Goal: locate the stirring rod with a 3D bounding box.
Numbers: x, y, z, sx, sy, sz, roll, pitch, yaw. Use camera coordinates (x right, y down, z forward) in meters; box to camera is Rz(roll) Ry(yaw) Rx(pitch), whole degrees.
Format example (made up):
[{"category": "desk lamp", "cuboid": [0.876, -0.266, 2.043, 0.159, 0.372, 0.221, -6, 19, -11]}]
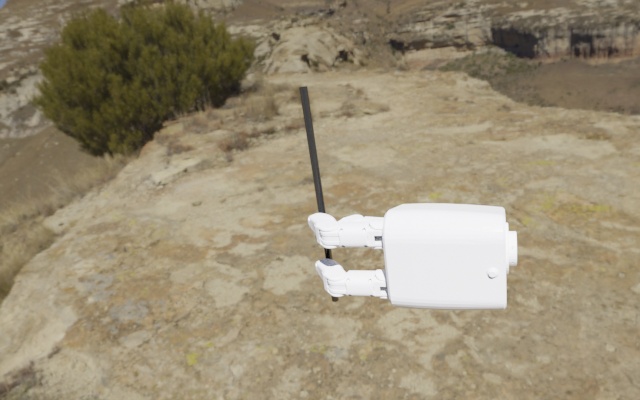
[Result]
[{"category": "stirring rod", "cuboid": [0.000, 0.002, 0.505, 0.011, 0.240, 0.011, -8, 20, 3]}]
